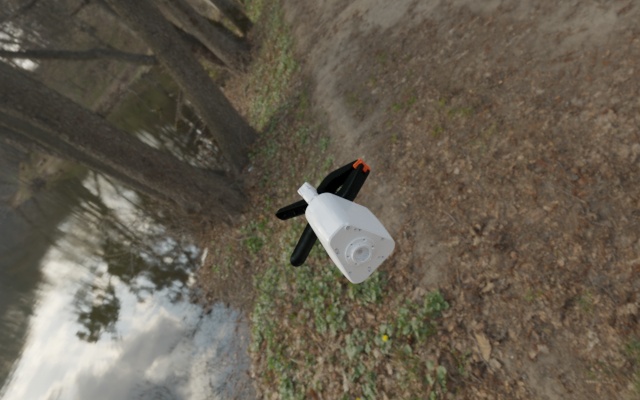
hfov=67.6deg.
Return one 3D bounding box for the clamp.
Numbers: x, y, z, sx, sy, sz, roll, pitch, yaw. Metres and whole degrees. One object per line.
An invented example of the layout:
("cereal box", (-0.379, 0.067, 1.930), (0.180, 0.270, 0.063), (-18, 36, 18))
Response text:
("clamp", (0.000, 0.002, 0.859), (0.036, 0.210, 0.164), (39, 7, -33))
